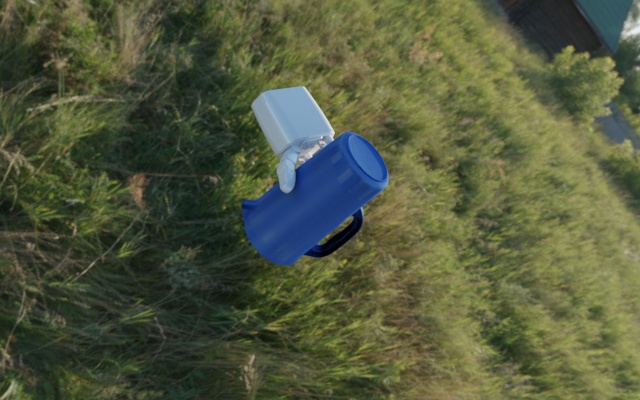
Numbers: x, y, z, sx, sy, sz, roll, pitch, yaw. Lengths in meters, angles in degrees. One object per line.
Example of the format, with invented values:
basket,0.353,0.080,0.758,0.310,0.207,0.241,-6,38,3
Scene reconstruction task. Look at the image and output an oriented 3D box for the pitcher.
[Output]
pitcher,0.000,0.002,0.802,0.243,0.145,0.149,-38,-17,32
